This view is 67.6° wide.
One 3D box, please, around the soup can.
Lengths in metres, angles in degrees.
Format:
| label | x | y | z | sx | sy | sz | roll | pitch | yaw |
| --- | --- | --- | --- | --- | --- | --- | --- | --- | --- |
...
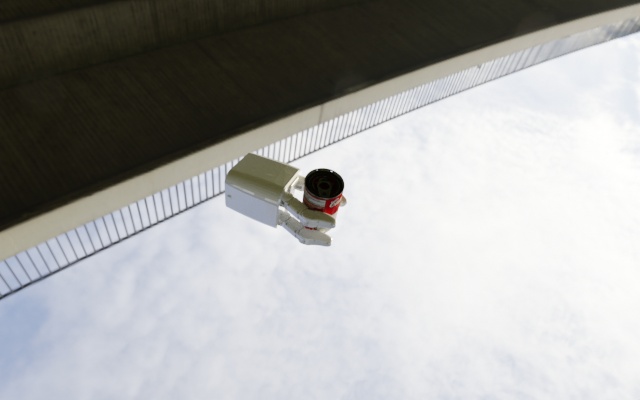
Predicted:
| label | x | y | z | sx | sy | sz | roll | pitch | yaw |
| --- | --- | --- | --- | --- | --- | --- | --- | --- | --- |
| soup can | 0.001 | 0.003 | 0.830 | 0.068 | 0.068 | 0.102 | 0 | -40 | -10 |
